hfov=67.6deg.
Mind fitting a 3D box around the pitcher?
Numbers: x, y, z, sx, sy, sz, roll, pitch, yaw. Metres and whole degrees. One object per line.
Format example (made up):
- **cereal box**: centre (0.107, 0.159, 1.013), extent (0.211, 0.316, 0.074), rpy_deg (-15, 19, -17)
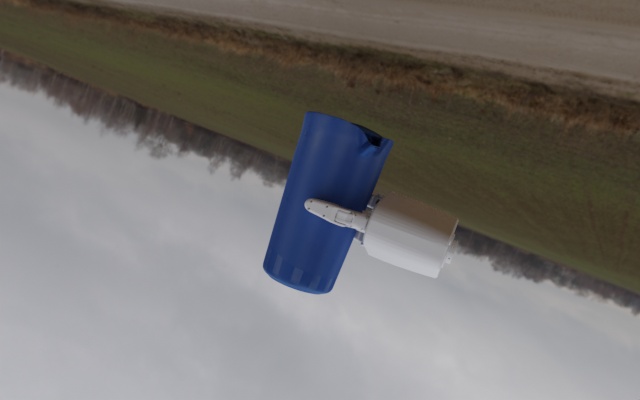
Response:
- **pitcher**: centre (0.000, 0.002, 0.696), extent (0.145, 0.243, 0.149), rpy_deg (20, 3, 17)
